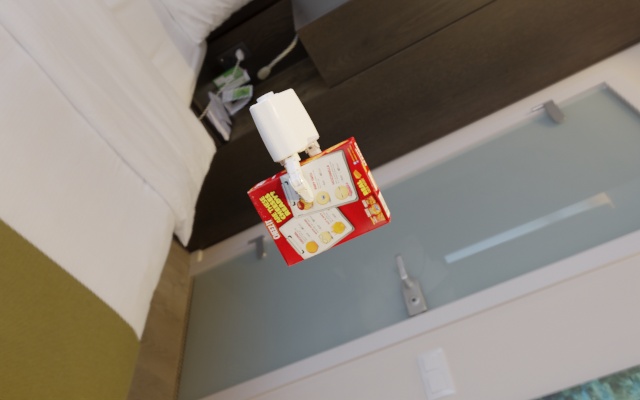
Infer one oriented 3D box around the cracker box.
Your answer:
[{"bbox_3d":[0.000,0.003,0.889,0.214,0.164,0.072,-25,11,14],"label":"cracker box"}]
